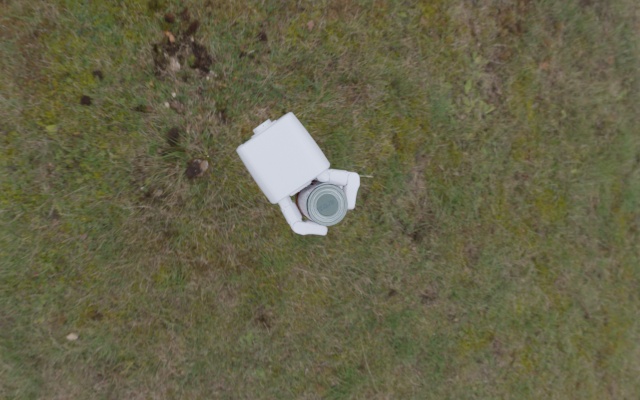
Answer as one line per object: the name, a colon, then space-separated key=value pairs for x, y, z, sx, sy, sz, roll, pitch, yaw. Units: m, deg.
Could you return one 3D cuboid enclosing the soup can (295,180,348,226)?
soup can: x=0.000 y=0.003 z=0.783 sx=0.068 sy=0.068 sz=0.102 roll=0 pitch=5 yaw=-13
